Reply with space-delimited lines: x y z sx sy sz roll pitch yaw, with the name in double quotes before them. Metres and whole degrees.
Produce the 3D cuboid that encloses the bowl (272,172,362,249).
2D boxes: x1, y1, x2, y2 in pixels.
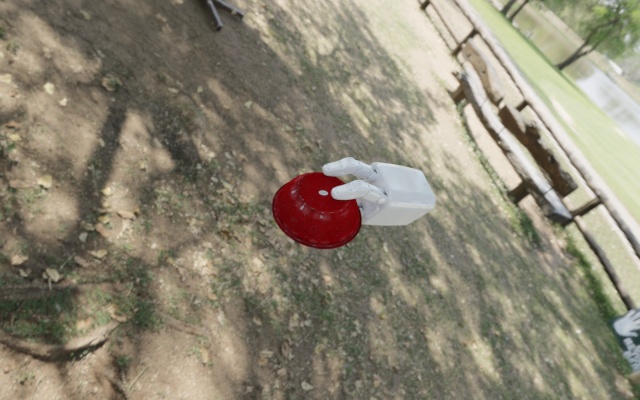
"bowl" -0.001 0.003 0.815 0.162 0.162 0.055 0 -40 -16
